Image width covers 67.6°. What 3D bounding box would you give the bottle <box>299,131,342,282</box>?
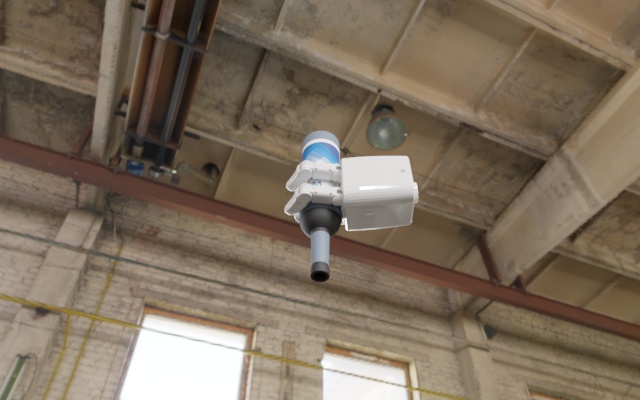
[{"bbox_3d":[0.000,0.002,0.762,0.069,0.069,0.295,0,44,0],"label":"bottle"}]
